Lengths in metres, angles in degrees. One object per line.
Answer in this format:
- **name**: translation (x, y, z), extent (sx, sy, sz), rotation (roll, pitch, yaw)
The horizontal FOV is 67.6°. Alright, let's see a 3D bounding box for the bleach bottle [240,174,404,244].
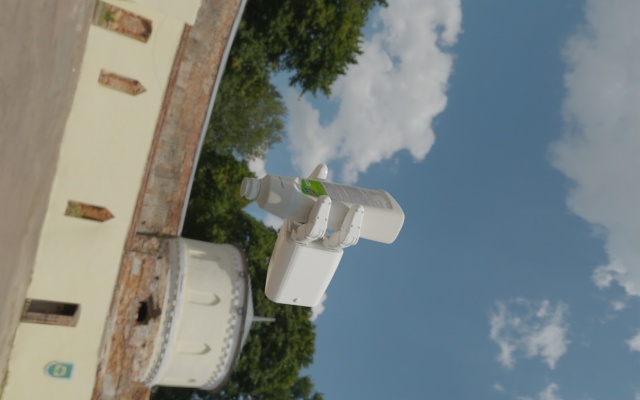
- **bleach bottle**: translation (0.000, 0.002, 0.729), extent (0.251, 0.068, 0.102), rotation (13, 22, -25)
